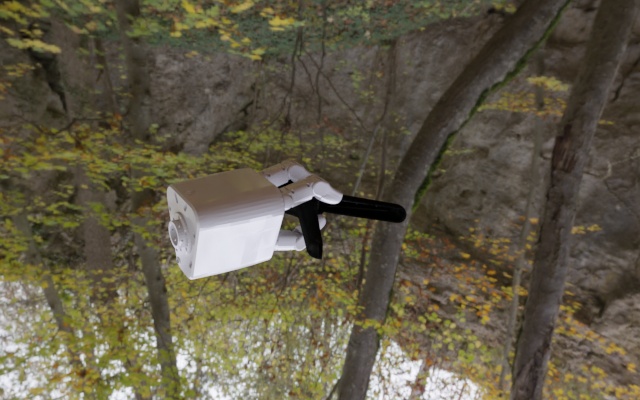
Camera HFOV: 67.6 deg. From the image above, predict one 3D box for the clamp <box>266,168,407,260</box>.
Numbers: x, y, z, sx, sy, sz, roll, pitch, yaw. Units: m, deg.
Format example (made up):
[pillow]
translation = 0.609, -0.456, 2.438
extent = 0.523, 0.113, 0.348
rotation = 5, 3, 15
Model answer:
[clamp]
translation = 0.000, 0.003, 0.650
extent = 0.164, 0.036, 0.210
rotation = -14, 32, -34
